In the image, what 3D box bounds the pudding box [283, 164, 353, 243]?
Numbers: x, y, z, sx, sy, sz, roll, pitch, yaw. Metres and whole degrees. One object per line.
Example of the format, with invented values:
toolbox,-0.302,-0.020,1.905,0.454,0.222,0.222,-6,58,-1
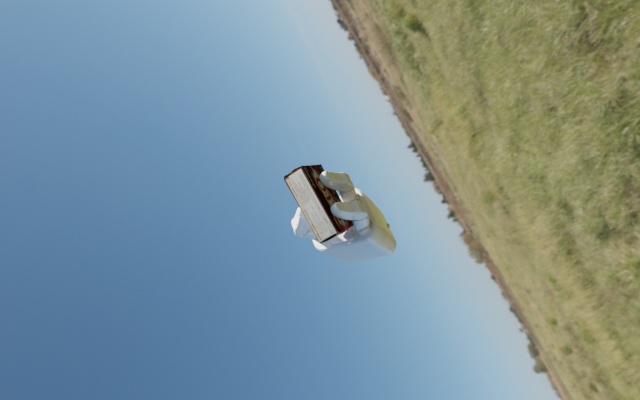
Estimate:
pudding box,0.000,0.002,0.713,0.039,0.113,0.090,-33,-5,18
